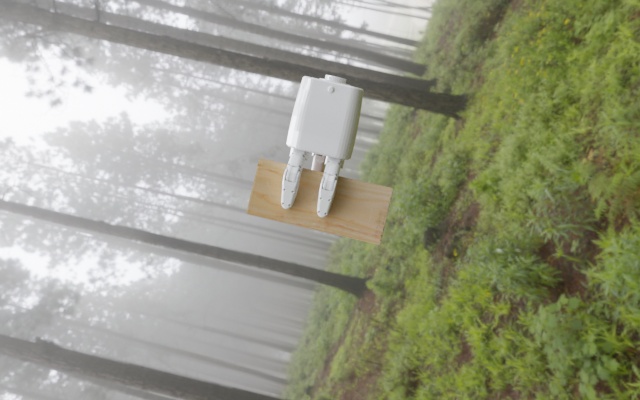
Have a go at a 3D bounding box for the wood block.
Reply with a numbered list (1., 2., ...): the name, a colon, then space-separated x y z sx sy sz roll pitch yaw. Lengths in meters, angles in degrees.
1. wood block: 0.000 0.002 0.756 0.206 0.090 0.091 13 0 2
